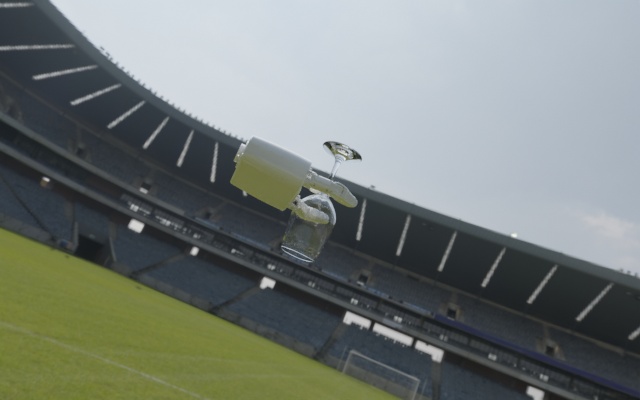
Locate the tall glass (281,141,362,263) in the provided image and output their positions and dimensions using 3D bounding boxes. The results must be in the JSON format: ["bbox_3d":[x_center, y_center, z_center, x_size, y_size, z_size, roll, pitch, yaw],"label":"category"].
[{"bbox_3d":[0.001,0.002,0.814,0.079,0.201,0.079,22,-15,6],"label":"tall glass"}]
